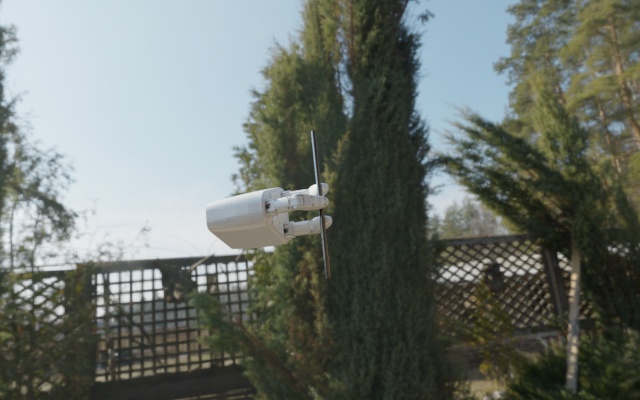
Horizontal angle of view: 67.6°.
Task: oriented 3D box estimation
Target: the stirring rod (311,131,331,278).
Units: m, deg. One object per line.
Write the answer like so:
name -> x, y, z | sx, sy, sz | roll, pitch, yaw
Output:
stirring rod -> 0.000, 0.003, 0.762 | 0.011, 0.239, 0.011 | -6, -13, -1
